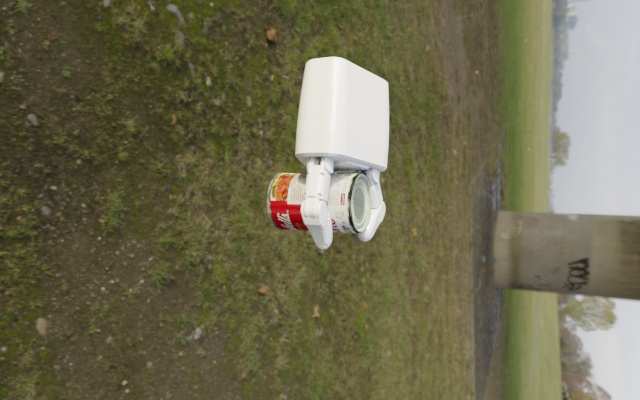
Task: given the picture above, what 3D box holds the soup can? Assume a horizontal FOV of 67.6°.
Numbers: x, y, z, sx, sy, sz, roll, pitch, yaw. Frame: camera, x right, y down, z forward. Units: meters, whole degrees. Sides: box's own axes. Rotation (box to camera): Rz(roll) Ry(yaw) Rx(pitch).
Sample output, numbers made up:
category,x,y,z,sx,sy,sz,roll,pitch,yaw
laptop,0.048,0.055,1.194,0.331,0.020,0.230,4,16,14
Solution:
category,x,y,z,sx,sy,sz,roll,pitch,yaw
soup can,0.000,0.002,0.544,0.102,0.068,0.068,2,1,25
